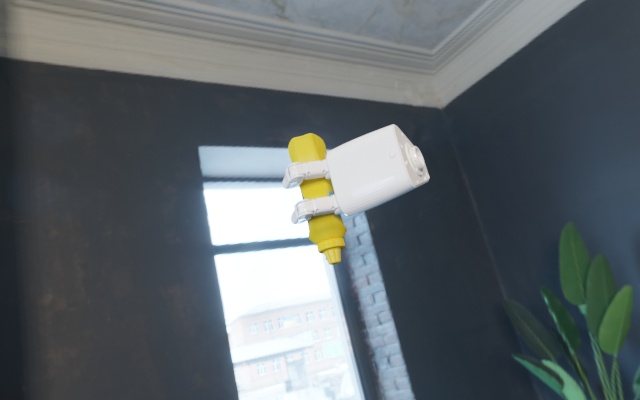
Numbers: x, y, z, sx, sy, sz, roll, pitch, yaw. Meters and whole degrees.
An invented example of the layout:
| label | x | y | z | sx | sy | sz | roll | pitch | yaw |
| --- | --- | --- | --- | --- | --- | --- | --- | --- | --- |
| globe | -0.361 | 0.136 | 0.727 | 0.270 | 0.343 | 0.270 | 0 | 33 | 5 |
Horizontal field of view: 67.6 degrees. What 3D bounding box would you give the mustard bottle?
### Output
| label | x | y | z | sx | sy | sz | roll | pitch | yaw |
| --- | --- | --- | --- | --- | --- | --- | --- | --- | --- |
| mustard bottle | 0.000 | 0.002 | 0.720 | 0.058 | 0.191 | 0.096 | -15 | -17 | 2 |
